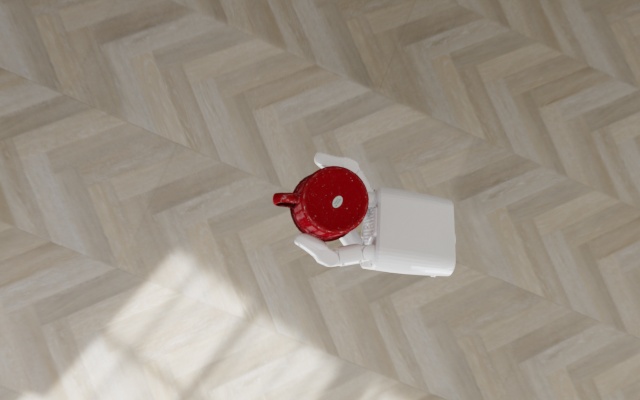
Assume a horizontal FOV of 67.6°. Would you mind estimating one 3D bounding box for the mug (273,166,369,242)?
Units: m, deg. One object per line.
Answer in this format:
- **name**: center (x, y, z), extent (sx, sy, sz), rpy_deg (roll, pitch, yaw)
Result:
- **mug**: center (-0.001, 0.002, 0.587), extent (0.117, 0.093, 0.081), rpy_deg (8, -8, -8)
